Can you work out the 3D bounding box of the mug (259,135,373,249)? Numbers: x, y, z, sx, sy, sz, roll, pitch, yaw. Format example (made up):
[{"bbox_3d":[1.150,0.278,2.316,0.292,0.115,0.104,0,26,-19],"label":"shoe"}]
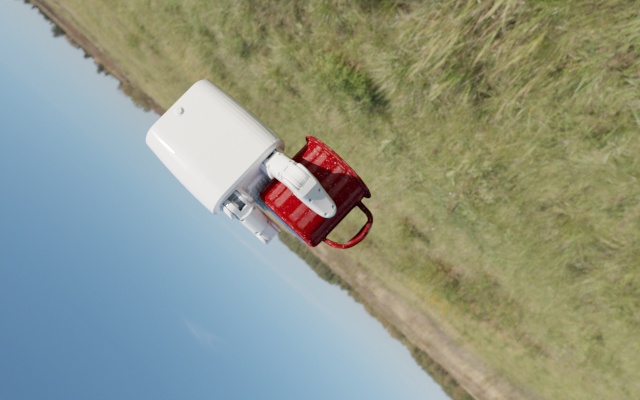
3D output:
[{"bbox_3d":[0.001,0.003,0.493,0.117,0.081,0.093,42,-5,11],"label":"mug"}]
